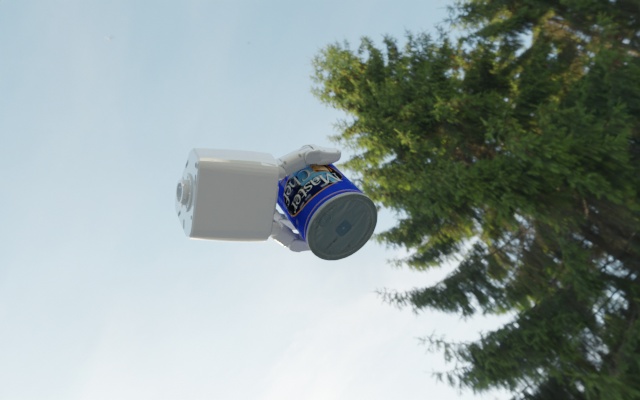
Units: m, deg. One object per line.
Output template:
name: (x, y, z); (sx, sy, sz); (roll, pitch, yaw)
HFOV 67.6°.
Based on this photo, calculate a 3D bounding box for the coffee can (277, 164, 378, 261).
coffee can: (0.000, 0.002, 0.667); (0.103, 0.103, 0.140); (0, 30, -30)
